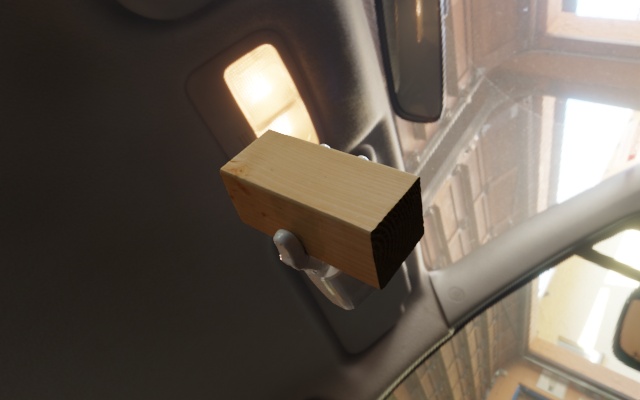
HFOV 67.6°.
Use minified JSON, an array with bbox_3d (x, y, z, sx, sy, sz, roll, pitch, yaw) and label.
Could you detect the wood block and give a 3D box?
[{"bbox_3d":[0.000,0.002,0.529,0.206,0.090,0.090,21,54,34],"label":"wood block"}]
